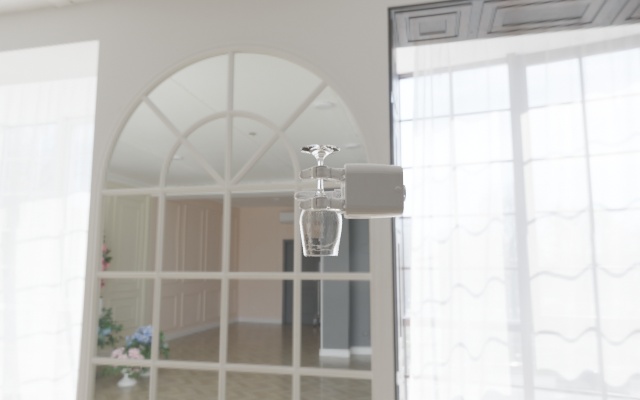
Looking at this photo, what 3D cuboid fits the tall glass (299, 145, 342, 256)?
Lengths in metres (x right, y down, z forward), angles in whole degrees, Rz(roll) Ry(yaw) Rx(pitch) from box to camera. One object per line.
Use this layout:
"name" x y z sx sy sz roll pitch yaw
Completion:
"tall glass" 0.000 0.002 0.886 0.079 0.201 0.079 0 -7 0
